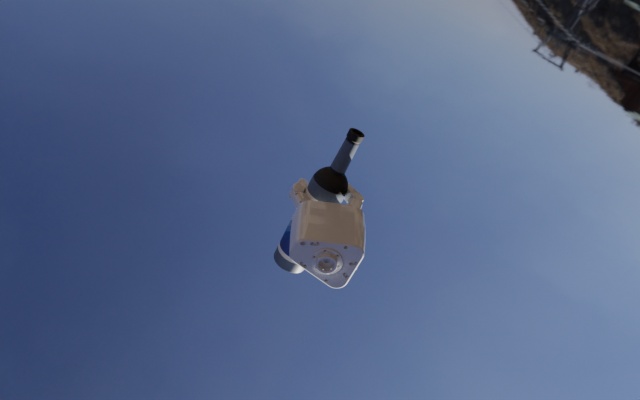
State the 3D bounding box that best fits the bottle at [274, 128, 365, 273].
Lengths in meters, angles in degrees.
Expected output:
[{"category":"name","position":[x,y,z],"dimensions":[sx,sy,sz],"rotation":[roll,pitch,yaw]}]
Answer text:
[{"category":"bottle","position":[0.000,0.003,0.847],"dimensions":[0.069,0.296,0.069],"rotation":[20,30,-13]}]
